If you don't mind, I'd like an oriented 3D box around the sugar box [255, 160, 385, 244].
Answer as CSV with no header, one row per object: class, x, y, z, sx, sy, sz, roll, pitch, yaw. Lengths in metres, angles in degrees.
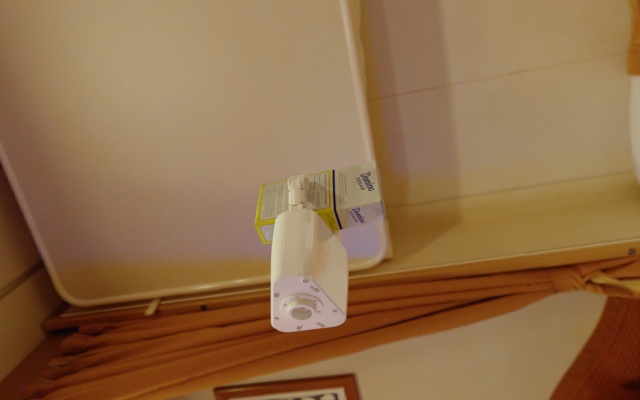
sugar box,0.000,0.003,0.677,0.176,0.048,0.093,-9,41,9
